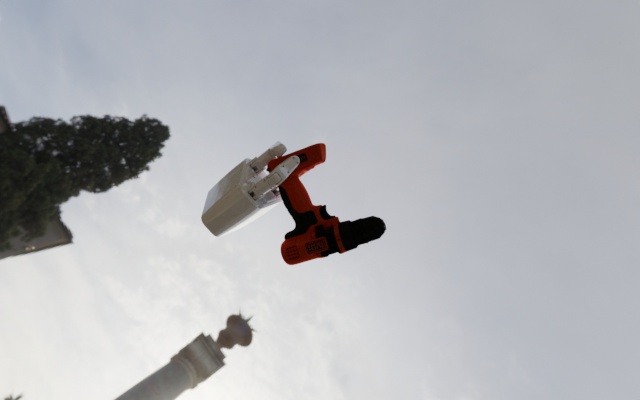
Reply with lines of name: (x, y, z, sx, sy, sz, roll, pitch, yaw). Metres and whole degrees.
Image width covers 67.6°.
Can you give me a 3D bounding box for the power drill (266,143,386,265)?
power drill: (0.000, 0.002, 0.805, 0.184, 0.187, 0.057, -18, -1, 9)
